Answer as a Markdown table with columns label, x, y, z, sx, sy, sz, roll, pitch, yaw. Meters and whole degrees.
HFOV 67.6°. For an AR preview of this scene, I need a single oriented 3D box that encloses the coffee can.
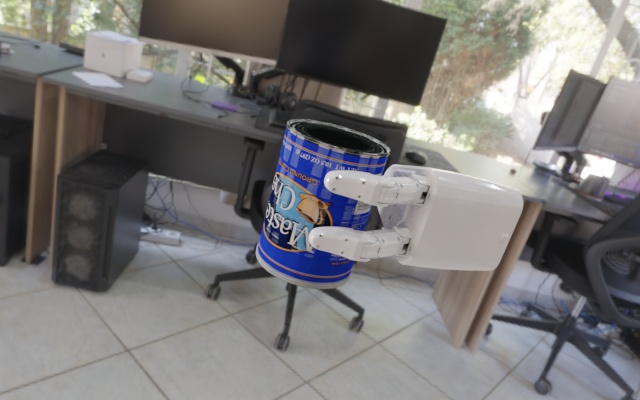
| label | x | y | z | sx | sy | sz | roll | pitch | yaw |
| --- | --- | --- | --- | --- | --- | --- | --- | --- | --- |
| coffee can | 0.000 | 0.002 | 0.478 | 0.103 | 0.140 | 0.102 | 14 | 20 | -5 |
